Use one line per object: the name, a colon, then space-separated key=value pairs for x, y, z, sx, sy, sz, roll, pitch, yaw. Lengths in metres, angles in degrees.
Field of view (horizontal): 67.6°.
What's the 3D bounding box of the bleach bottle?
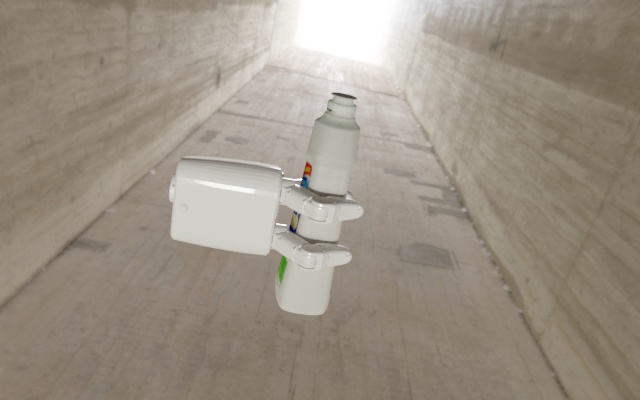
bleach bottle: x=0.000 y=0.002 z=0.549 sx=0.068 sy=0.251 sz=0.102 roll=9 pitch=22 yaw=-7
